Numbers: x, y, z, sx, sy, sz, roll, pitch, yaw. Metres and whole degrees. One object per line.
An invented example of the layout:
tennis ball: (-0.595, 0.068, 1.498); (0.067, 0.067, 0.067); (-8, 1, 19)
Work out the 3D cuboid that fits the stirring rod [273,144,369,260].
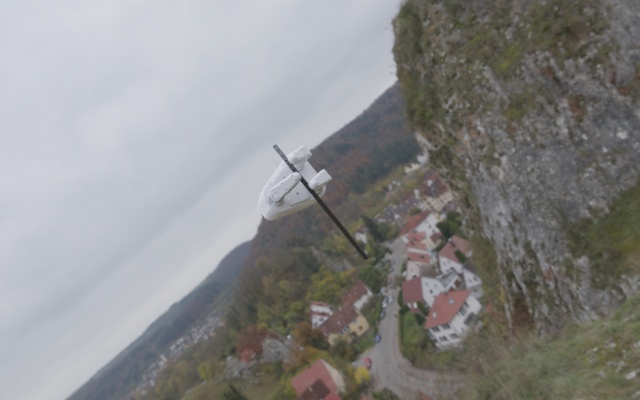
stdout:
stirring rod: (0.000, 0.003, 0.785); (0.011, 0.239, 0.011); (-39, -1, -1)
